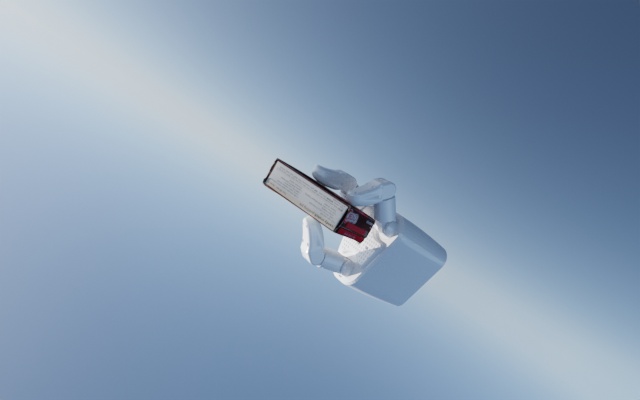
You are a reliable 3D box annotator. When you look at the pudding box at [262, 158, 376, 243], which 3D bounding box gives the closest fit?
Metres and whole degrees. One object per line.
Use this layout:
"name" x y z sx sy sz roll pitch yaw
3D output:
"pudding box" 0.000 0.002 0.555 0.113 0.039 0.090 32 1 26
